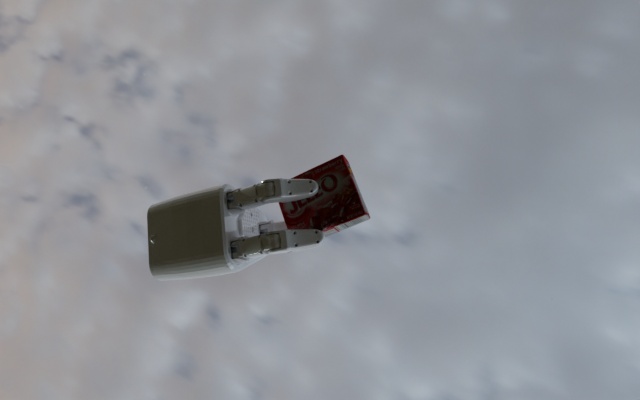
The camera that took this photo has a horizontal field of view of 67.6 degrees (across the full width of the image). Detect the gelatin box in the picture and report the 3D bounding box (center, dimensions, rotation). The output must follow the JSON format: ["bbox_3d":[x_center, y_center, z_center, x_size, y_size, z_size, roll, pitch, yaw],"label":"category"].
[{"bbox_3d":[0.001,0.002,0.526,0.089,0.073,0.030,-23,-18,11],"label":"gelatin box"}]
